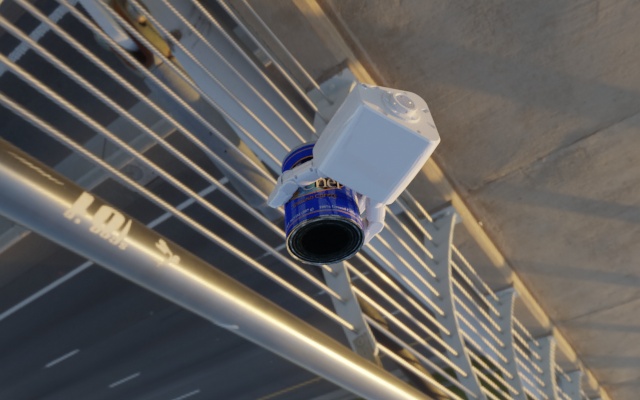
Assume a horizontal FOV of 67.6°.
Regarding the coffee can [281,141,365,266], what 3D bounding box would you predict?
[{"bbox_3d":[0.000,0.002,0.654,0.103,0.140,0.103,-4,-42,-4],"label":"coffee can"}]
